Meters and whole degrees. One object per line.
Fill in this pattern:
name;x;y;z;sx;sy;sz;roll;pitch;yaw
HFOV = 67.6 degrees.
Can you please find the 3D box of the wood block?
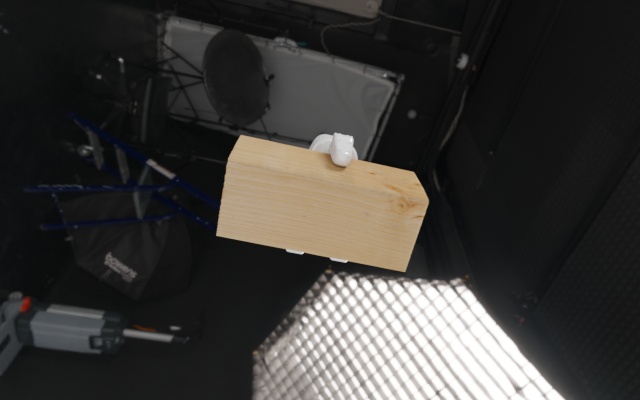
wood block;0.000;0.001;0.529;0.206;0.091;0.090;11;23;-5
